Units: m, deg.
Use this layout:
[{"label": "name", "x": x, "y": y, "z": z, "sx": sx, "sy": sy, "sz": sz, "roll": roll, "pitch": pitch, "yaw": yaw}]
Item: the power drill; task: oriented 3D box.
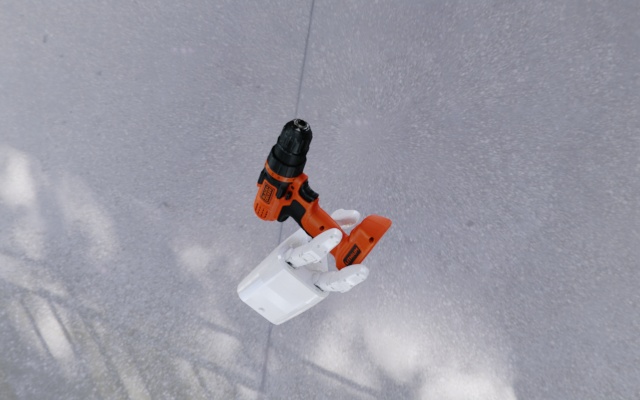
[{"label": "power drill", "x": 0.000, "y": 0.003, "z": 0.642, "sx": 0.057, "sy": 0.187, "sz": 0.184, "roll": -41, "pitch": -14, "yaw": -40}]
